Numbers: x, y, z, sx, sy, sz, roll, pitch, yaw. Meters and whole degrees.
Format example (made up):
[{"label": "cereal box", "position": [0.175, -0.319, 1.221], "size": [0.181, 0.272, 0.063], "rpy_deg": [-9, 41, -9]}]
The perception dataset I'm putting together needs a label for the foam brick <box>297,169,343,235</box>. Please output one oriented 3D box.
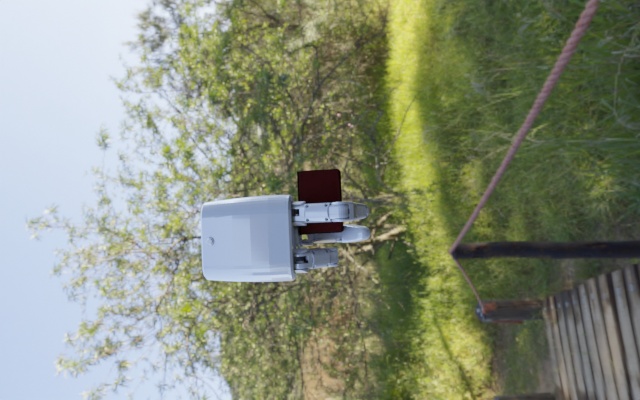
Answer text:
[{"label": "foam brick", "position": [0.000, 0.002, 0.585], "size": [0.051, 0.078, 0.053], "rpy_deg": [-3, -2, 5]}]
